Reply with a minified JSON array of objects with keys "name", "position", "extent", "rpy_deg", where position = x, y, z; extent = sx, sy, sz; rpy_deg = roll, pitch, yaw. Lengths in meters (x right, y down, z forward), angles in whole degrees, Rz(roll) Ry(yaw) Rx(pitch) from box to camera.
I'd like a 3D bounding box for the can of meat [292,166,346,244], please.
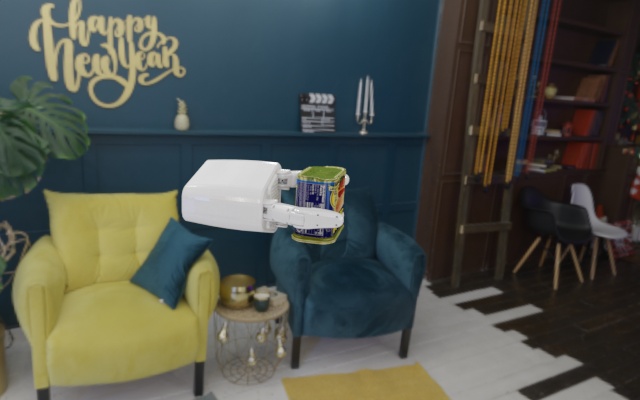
[{"name":"can of meat","position":[0.000,0.002,0.633],"extent":[0.057,0.084,0.102],"rpy_deg":[6,14,11]}]
